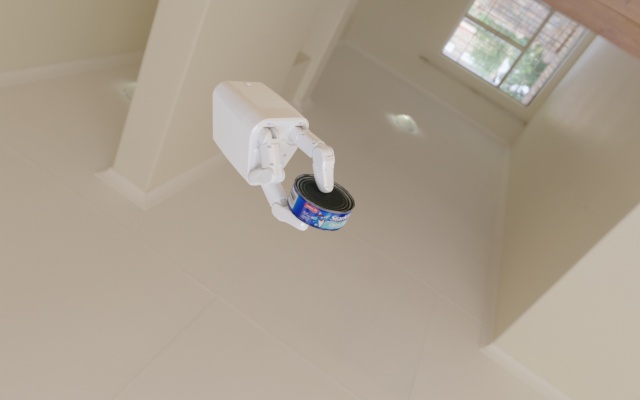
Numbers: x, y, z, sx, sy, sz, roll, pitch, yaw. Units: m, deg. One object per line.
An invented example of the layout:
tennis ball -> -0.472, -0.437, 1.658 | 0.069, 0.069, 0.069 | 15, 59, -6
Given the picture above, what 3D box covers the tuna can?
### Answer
tuna can -> 0.000, 0.003, 0.633 | 0.086, 0.034, 0.086 | 20, 28, -11
